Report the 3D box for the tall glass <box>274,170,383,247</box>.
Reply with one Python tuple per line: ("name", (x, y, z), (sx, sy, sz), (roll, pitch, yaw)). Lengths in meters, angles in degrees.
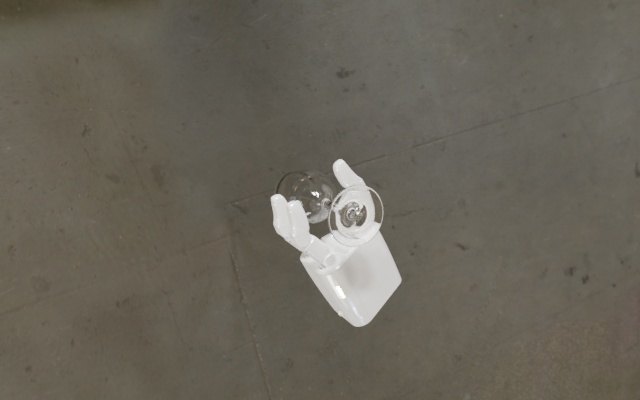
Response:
("tall glass", (0.000, 0.002, 0.646), (0.079, 0.079, 0.201), (0, 10, -26))
